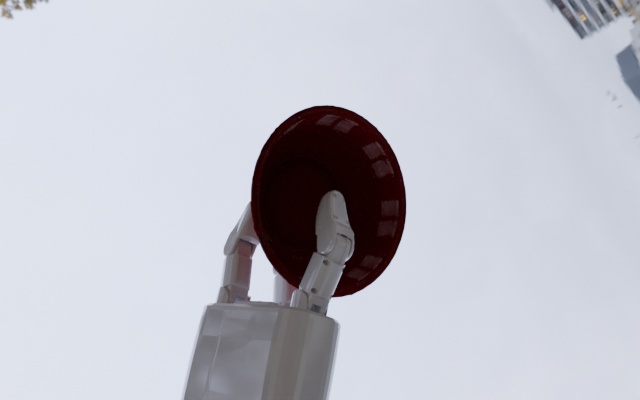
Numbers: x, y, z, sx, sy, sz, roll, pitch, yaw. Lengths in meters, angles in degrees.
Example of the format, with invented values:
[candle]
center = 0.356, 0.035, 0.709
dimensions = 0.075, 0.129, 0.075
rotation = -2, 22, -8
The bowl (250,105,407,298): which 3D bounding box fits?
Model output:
[bowl]
center = 0.000, 0.000, 0.421
dimensions = 0.162, 0.162, 0.055
rotation = 0, -2, -35
